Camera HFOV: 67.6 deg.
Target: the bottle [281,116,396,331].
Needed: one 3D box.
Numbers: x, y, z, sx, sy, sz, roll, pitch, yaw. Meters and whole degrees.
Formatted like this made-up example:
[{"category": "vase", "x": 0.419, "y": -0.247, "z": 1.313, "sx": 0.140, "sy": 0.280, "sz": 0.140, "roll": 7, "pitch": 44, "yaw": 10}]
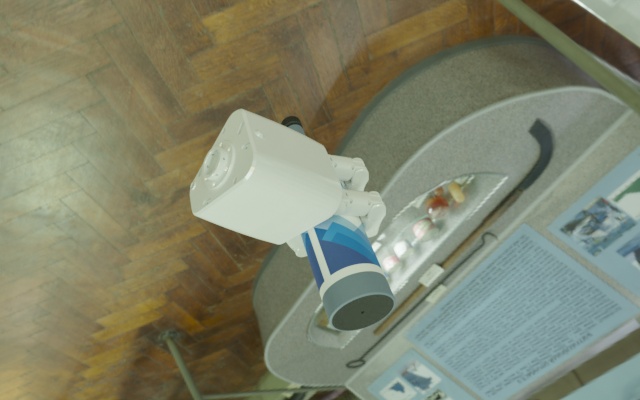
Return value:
[{"category": "bottle", "x": 0.000, "y": 0.002, "z": 0.546, "sx": 0.069, "sy": 0.295, "sz": 0.069, "roll": -12, "pitch": -41, "yaw": -11}]
